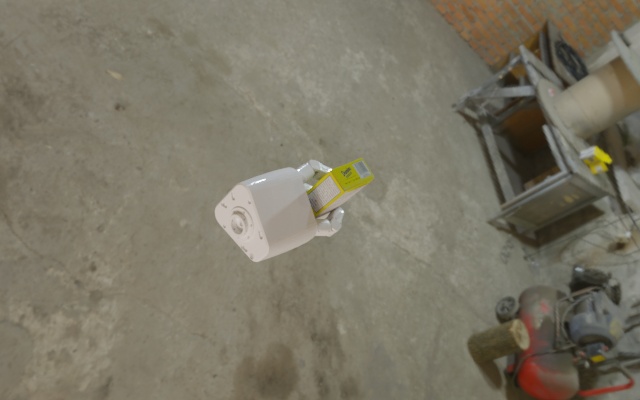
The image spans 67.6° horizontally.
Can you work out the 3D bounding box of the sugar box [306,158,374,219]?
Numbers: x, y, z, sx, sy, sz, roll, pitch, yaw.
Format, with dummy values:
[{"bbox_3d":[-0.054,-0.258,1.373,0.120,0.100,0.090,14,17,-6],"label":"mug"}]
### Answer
[{"bbox_3d":[0.000,0.002,0.786,0.176,0.048,0.093,-37,-9,39],"label":"sugar box"}]
